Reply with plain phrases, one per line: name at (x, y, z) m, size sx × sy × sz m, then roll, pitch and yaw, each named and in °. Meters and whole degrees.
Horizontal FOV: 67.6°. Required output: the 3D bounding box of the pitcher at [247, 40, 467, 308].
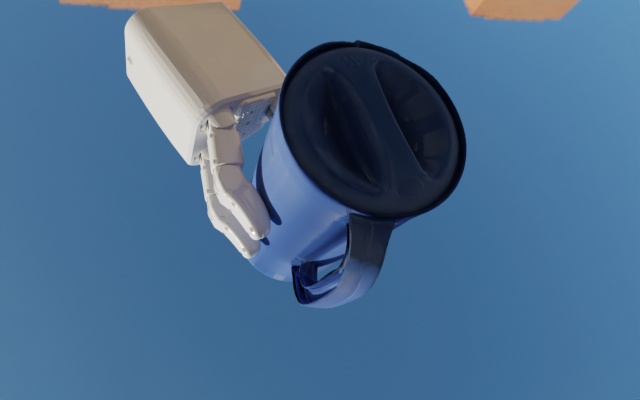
pitcher at (0.000, 0.001, 0.405) m, size 0.149 × 0.145 × 0.243 m, roll -37°, pitch -6°, yaw -29°
